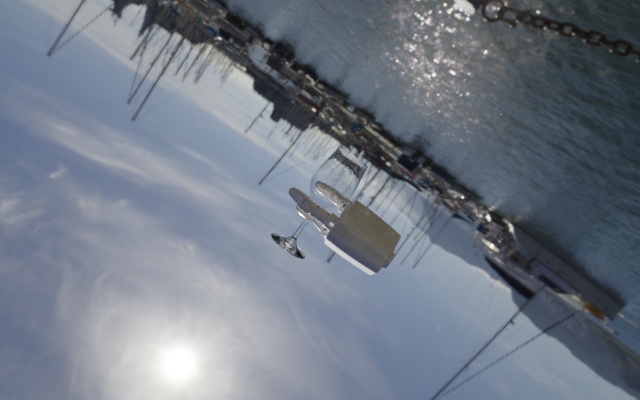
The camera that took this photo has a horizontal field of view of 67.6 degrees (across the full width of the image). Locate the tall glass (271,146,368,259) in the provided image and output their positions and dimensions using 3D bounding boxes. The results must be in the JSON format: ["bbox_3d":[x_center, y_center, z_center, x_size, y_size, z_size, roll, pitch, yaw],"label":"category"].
[{"bbox_3d":[0.000,0.003,0.846,0.079,0.201,0.079,35,8,-5],"label":"tall glass"}]
